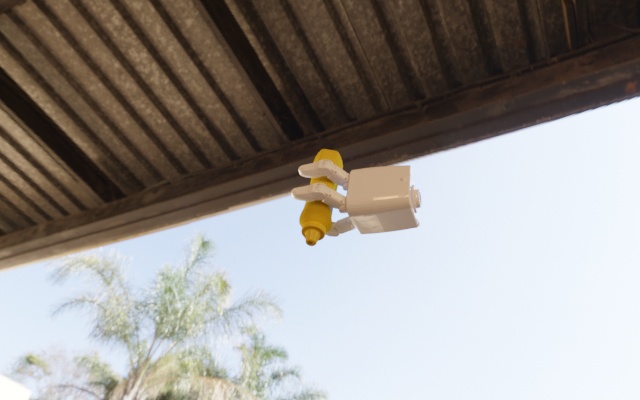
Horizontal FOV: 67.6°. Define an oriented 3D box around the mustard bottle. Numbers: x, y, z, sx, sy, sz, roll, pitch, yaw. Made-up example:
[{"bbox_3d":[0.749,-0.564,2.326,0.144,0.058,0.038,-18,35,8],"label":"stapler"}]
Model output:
[{"bbox_3d":[0.000,0.003,0.852,0.058,0.191,0.096,11,-43,2],"label":"mustard bottle"}]
